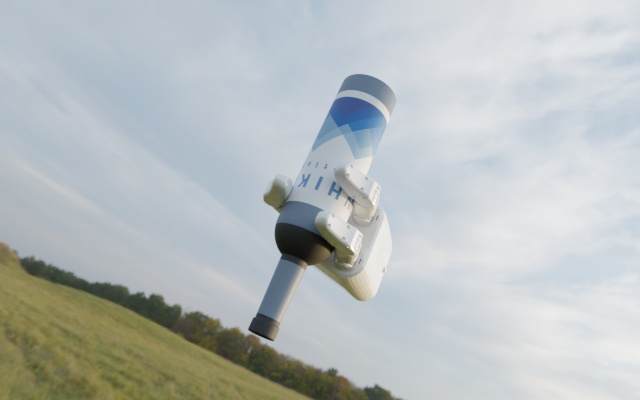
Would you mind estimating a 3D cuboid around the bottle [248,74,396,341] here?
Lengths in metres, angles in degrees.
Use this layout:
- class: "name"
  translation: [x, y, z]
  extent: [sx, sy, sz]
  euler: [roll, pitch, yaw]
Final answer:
- class: "bottle"
  translation: [0.000, 0.001, 0.500]
  extent: [0.069, 0.295, 0.069]
  euler: [21, -21, 8]
